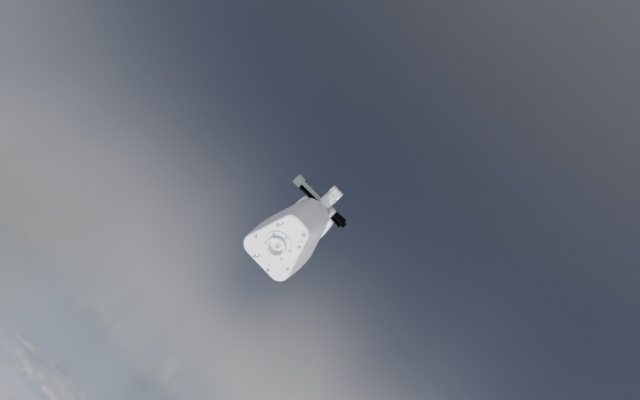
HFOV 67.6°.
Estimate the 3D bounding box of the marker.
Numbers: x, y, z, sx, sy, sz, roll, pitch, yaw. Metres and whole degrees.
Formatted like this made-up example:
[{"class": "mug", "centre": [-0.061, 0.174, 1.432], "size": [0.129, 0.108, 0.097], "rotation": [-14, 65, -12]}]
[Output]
[{"class": "marker", "centre": [0.000, 0.003, 0.843], "size": [0.121, 0.020, 0.020], "rotation": [45, -3, 3]}]
